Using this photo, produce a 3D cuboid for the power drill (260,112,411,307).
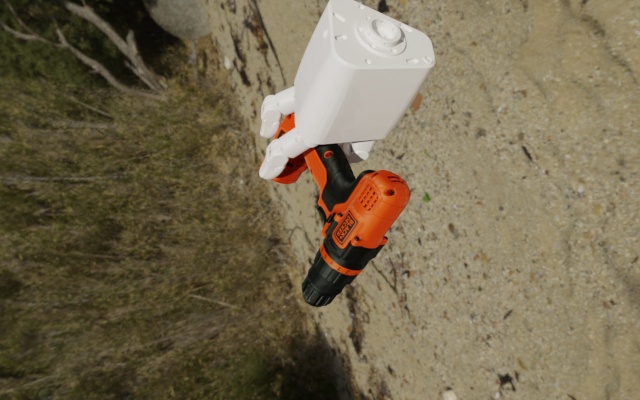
[{"bbox_3d":[0.000,0.001,0.540,0.057,0.184,0.187,2,42,-43],"label":"power drill"}]
